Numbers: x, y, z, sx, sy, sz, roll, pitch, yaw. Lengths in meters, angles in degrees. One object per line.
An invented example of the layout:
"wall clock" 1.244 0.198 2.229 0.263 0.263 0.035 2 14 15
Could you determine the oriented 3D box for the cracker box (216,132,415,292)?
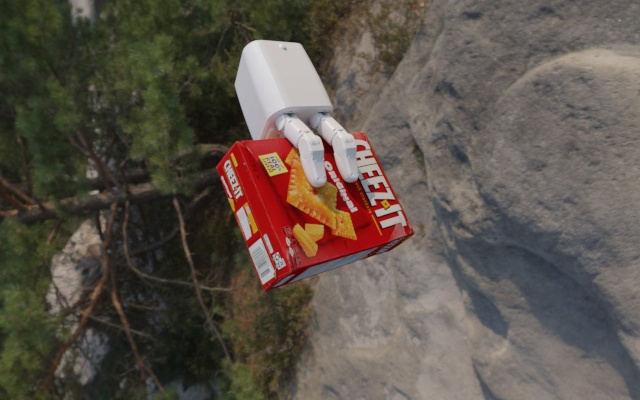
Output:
"cracker box" 0.000 0.002 0.600 0.213 0.164 0.072 -11 -19 -40
